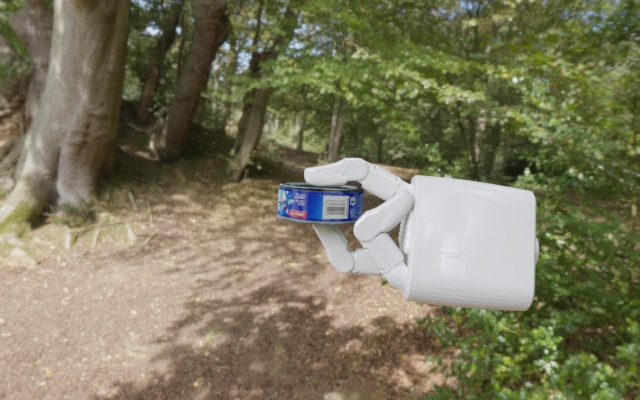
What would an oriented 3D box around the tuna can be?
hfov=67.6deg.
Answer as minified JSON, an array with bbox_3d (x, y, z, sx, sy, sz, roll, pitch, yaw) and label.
[{"bbox_3d":[0.000,0.001,0.475,0.086,0.034,0.086,3,6,0],"label":"tuna can"}]
